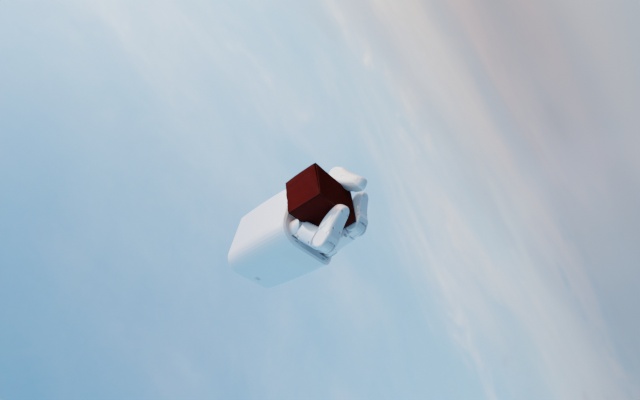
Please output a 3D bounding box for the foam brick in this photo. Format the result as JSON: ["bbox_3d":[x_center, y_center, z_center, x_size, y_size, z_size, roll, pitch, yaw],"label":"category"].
[{"bbox_3d":[0.000,0.002,0.598,0.051,0.053,0.078,-30,-45,25],"label":"foam brick"}]
